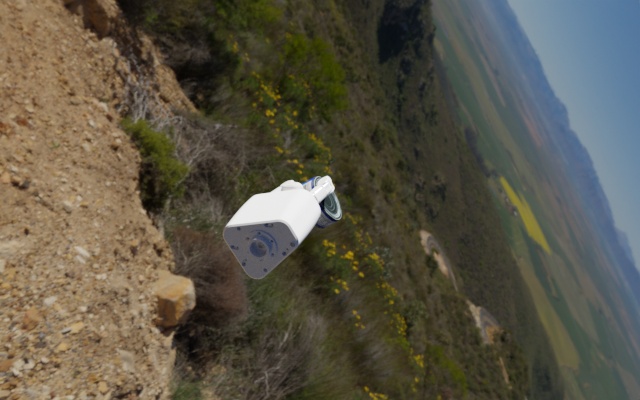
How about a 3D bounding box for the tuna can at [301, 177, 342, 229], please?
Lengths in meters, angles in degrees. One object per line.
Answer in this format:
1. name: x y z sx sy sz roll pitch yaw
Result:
1. tuna can: 0.001 0.002 0.818 0.034 0.086 0.086 -28 -12 22
